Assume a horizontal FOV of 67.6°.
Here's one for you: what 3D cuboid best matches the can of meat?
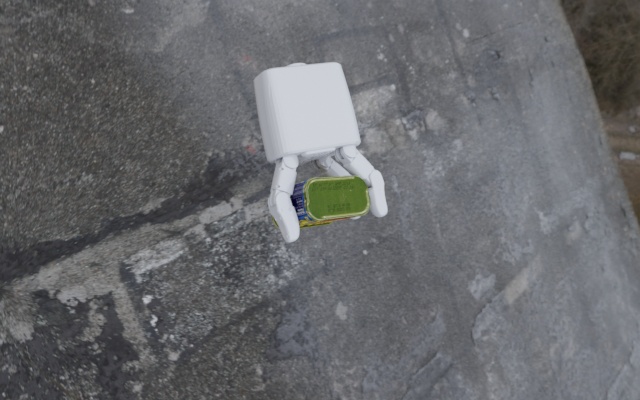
[{"bbox_3d":[0.000,0.002,0.606,0.102,0.057,0.084,-6,-6,-35],"label":"can of meat"}]
